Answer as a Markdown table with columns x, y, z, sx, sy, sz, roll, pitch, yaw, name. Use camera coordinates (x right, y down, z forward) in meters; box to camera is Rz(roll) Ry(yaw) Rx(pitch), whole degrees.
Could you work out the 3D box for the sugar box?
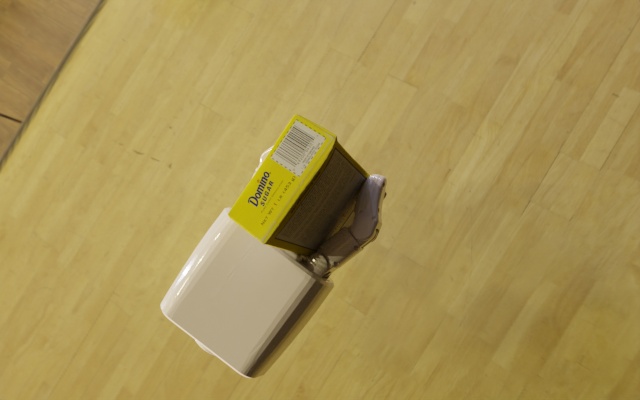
| x | y | z | sx | sy | sz | roll | pitch | yaw | name |
| --- | --- | --- | --- | --- | --- | --- | --- | --- | --- |
| 0.000 | 0.001 | 0.419 | 0.048 | 0.093 | 0.176 | 35 | 1 | 21 | sugar box |
